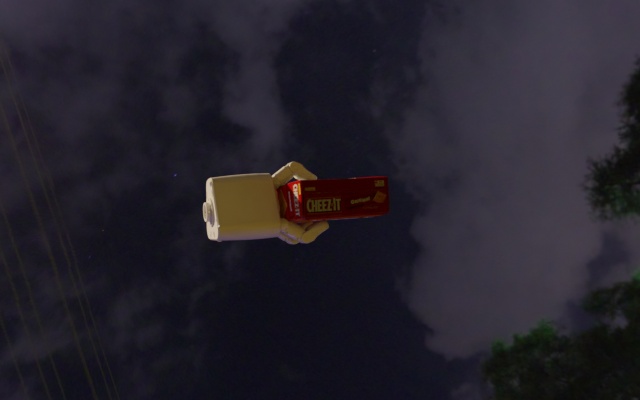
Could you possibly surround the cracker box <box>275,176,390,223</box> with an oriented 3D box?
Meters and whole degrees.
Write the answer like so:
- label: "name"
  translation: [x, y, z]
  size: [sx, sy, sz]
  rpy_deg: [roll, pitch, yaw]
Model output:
- label: "cracker box"
  translation: [0.000, 0.003, 0.869]
  size: [0.164, 0.072, 0.214]
  rpy_deg: [-4, -2, -25]
